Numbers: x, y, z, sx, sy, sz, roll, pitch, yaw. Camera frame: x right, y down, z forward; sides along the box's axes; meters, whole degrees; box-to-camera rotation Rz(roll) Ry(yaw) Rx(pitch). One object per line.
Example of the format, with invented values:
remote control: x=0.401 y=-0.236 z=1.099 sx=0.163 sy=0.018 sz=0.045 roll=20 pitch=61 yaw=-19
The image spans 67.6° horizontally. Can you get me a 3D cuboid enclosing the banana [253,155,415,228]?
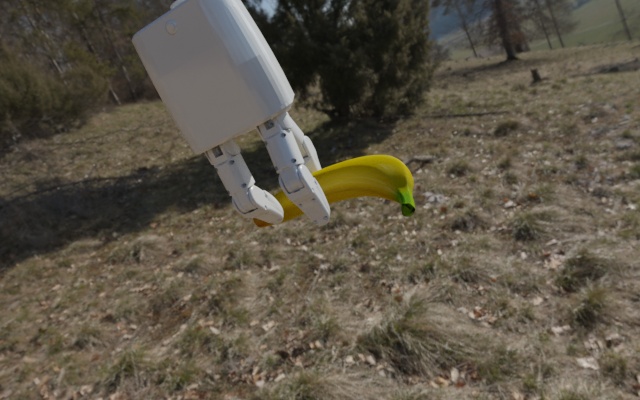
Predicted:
banana: x=0.013 y=-0.009 z=0.447 sx=0.198 sy=0.037 sz=0.069 roll=-9 pitch=27 yaw=45
